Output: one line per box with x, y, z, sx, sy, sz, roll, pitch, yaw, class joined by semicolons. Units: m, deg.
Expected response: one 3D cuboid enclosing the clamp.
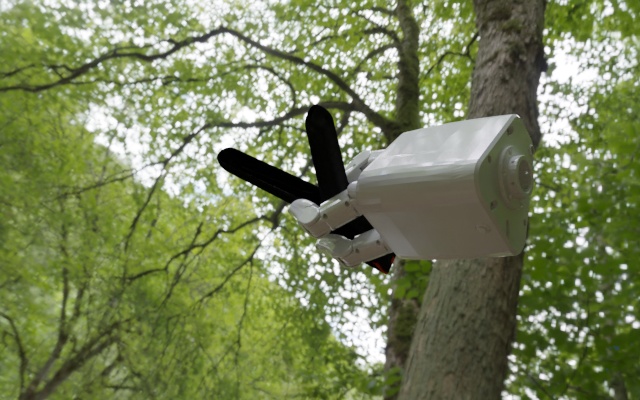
0.001;0.001;0.478;0.164;0.036;0.210;-4;-44;46;clamp
